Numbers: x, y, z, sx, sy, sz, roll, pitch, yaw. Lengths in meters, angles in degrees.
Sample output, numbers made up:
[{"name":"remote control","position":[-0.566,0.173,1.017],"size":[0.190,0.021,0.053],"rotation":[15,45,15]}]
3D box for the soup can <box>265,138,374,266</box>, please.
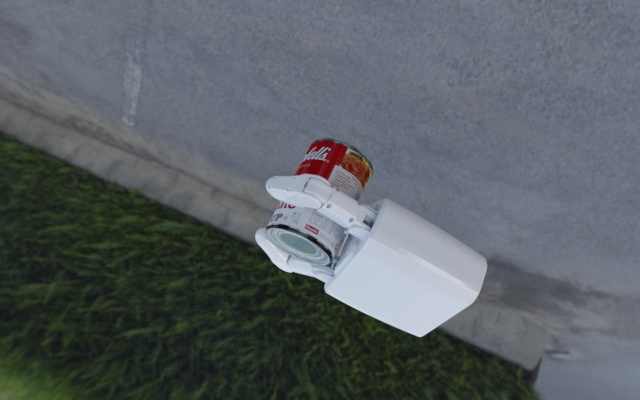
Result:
[{"name":"soup can","position":[0.000,0.001,0.449],"size":[0.068,0.102,0.068],"rotation":[22,-25,11]}]
